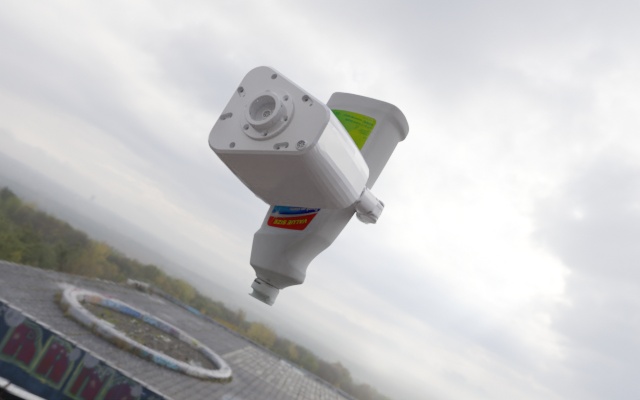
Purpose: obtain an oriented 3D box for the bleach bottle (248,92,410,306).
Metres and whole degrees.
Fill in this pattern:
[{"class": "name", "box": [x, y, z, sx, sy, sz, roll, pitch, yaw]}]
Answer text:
[{"class": "bleach bottle", "box": [0.000, 0.002, 0.533, 0.102, 0.250, 0.068, 21, -14, 31]}]
